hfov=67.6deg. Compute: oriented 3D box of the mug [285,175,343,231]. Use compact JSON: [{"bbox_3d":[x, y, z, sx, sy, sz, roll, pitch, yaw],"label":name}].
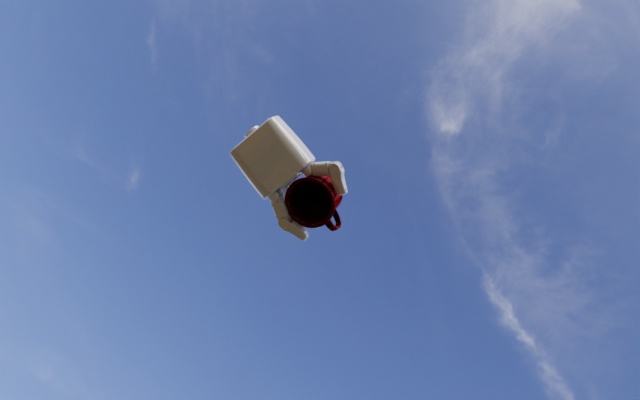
[{"bbox_3d":[0.001,0.004,0.868,0.093,0.117,0.081,-37,2,25],"label":"mug"}]
